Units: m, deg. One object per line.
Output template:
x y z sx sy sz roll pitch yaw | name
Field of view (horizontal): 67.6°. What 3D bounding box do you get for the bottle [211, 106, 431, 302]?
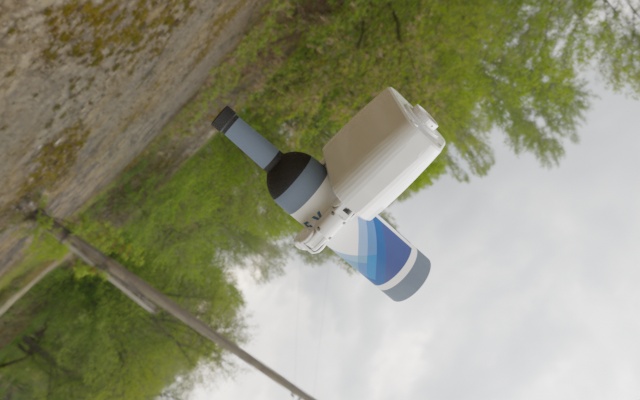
0.000 0.002 0.544 0.296 0.069 0.069 41 -11 -13 | bottle
